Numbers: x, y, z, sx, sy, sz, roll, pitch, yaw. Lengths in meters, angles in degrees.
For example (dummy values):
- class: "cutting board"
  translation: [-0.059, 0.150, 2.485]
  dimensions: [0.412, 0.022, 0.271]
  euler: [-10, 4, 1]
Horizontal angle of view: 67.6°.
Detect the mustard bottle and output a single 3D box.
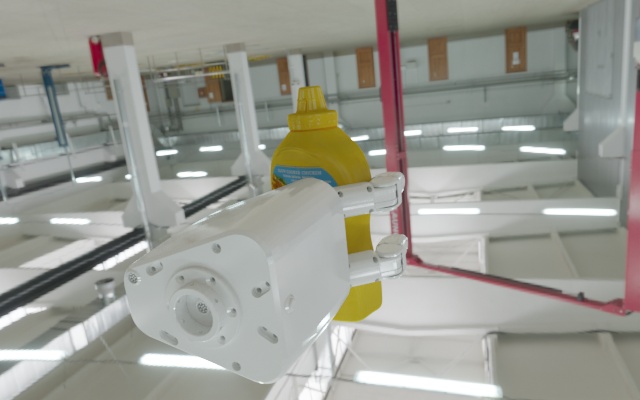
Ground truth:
- class: "mustard bottle"
  translation: [0.000, 0.001, 0.405]
  dimensions: [0.096, 0.192, 0.058]
  euler: [7, 19, 44]
